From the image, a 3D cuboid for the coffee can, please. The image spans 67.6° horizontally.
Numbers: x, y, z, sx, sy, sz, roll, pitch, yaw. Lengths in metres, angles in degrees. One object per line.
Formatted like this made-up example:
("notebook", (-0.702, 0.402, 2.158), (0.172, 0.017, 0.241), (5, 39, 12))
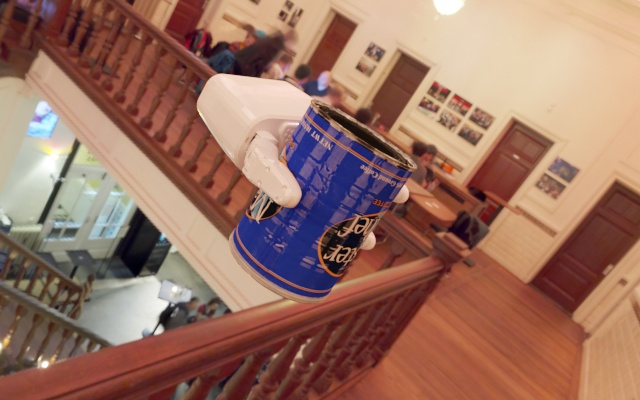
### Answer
("coffee can", (0.000, 0.002, 0.407), (0.103, 0.140, 0.102), (30, 16, -10))
